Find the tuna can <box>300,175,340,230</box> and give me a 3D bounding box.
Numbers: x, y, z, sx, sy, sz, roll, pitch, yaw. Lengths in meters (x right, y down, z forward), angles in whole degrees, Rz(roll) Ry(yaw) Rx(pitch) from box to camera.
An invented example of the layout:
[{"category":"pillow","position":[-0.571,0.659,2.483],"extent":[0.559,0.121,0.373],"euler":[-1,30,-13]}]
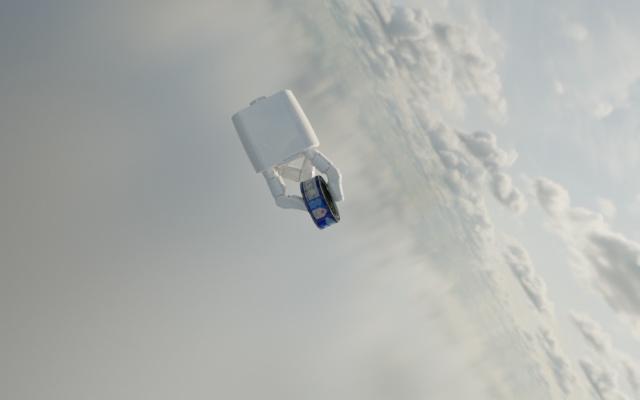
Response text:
[{"category":"tuna can","position":[0.001,0.002,0.780],"extent":[0.034,0.086,0.086],"euler":[-23,-5,11]}]
